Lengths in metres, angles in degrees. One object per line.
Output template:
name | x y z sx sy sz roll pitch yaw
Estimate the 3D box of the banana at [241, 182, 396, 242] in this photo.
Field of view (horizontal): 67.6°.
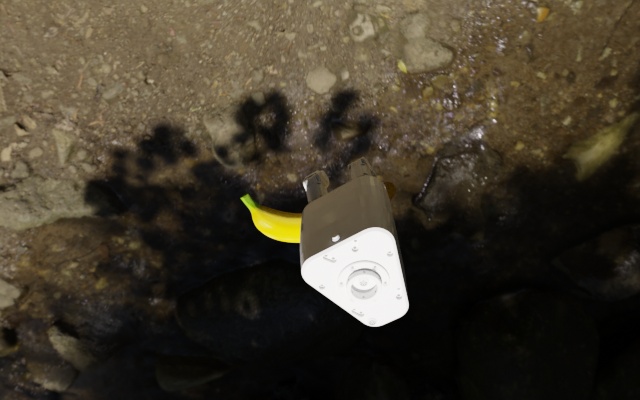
banana | -0.001 0.019 0.606 0.198 0.070 0.037 -5 26 5
